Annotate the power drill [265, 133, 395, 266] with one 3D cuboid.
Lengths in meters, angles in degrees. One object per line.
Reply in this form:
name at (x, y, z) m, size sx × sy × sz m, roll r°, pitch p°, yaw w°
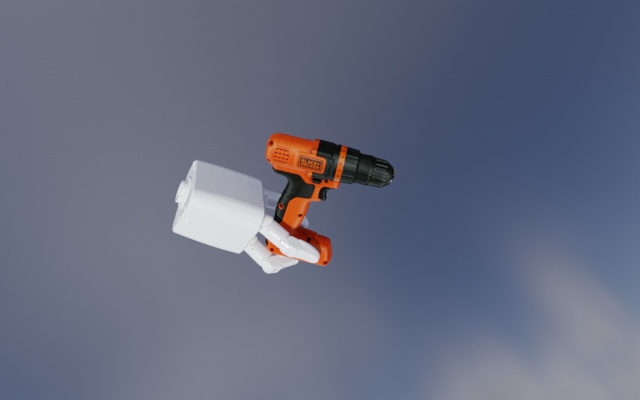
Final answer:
power drill at (0.000, 0.003, 0.705) m, size 0.184 × 0.188 × 0.057 m, roll 14°, pitch 26°, yaw 1°
